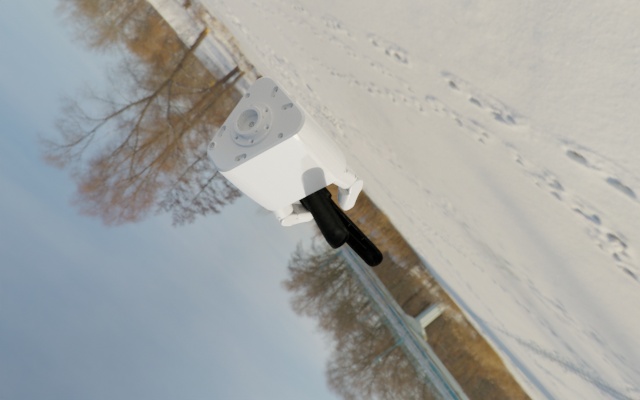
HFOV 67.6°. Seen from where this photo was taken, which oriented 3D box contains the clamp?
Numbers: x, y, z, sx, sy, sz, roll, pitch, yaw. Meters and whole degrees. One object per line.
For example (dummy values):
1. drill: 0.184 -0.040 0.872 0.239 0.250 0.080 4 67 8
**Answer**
1. clamp: -0.001 0.002 0.621 0.210 0.036 0.165 51 6 32
